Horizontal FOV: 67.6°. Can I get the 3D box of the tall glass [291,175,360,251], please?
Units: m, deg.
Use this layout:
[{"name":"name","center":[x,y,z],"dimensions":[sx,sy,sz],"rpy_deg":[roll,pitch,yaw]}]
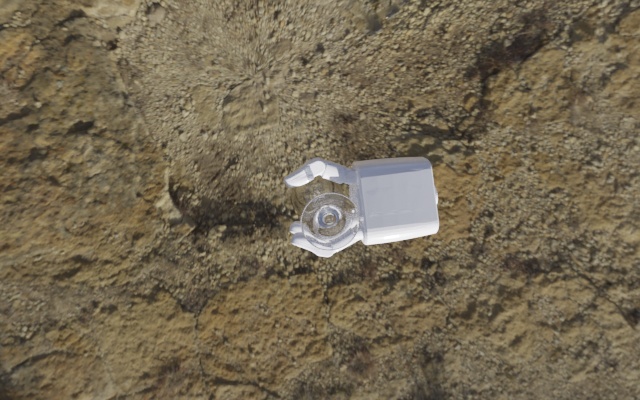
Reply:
[{"name":"tall glass","center":[0.000,0.002,0.681],"dimensions":[0.079,0.079,0.201],"rpy_deg":[0,14,-8]}]
